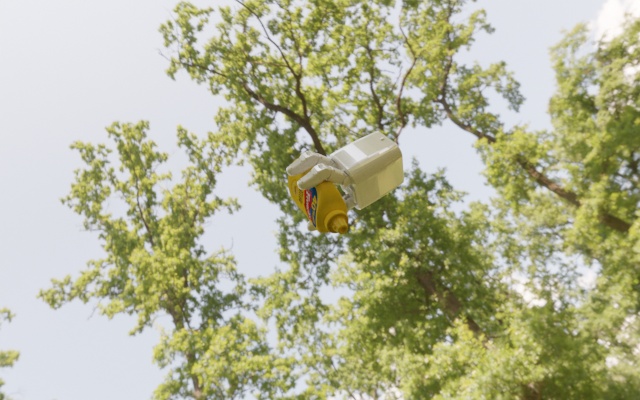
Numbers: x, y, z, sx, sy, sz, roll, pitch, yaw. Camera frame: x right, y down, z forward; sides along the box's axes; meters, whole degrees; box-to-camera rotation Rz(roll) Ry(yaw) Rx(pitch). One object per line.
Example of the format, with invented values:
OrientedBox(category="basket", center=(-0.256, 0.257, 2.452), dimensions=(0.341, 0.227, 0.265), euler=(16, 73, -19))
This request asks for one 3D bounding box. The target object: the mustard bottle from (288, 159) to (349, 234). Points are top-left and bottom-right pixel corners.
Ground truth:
OrientedBox(category="mustard bottle", center=(0.000, 0.003, 0.855), dimensions=(0.058, 0.096, 0.191), euler=(-9, 32, -22))
